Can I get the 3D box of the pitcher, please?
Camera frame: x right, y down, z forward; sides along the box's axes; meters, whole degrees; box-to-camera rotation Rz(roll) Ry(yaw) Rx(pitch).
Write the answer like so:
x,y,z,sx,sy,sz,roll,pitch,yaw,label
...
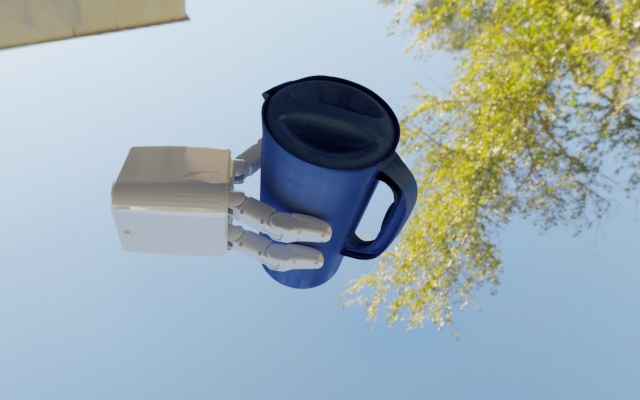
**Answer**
x,y,z,sx,sy,sz,roll,pitch,yaw,label
0.000,0.002,0.529,0.145,0.149,0.243,0,-40,-12,pitcher
